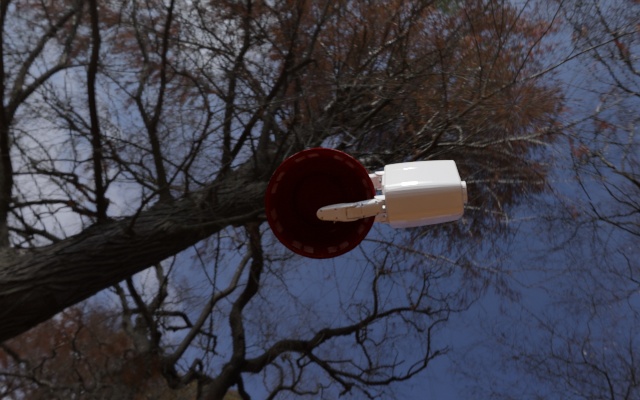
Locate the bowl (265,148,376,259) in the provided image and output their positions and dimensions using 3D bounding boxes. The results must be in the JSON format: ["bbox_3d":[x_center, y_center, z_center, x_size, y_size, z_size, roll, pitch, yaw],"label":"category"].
[{"bbox_3d":[-0.001,0.002,0.708,0.162,0.162,0.055,0,8,-2],"label":"bowl"}]
